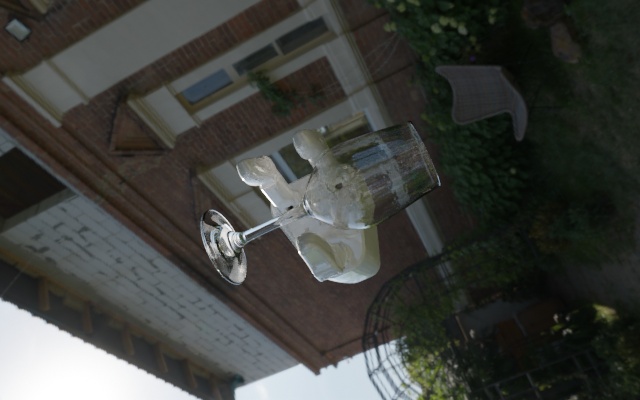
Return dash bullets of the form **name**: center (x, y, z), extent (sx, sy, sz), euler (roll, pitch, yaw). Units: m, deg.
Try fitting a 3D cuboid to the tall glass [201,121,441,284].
- **tall glass**: center (-0.001, 0.002, 0.422), extent (0.201, 0.079, 0.079), euler (-25, -5, 11)
